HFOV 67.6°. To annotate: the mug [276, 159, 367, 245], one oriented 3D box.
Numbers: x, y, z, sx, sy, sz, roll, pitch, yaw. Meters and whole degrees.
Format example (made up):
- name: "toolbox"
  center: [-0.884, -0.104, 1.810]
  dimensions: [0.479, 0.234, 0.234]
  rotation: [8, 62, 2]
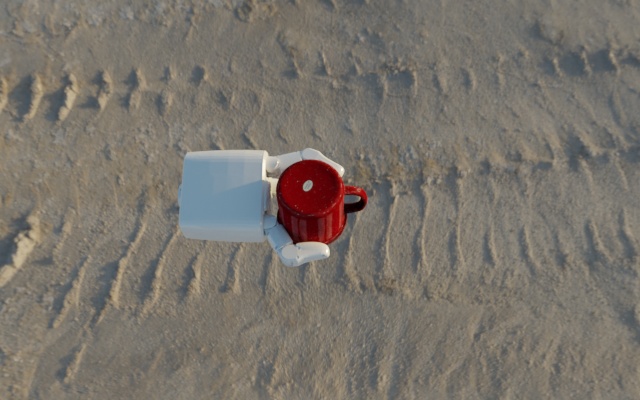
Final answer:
- name: "mug"
  center: [0.002, 0.002, 0.594]
  dimensions: [0.117, 0.093, 0.081]
  rotation: [-2, -27, 0]
